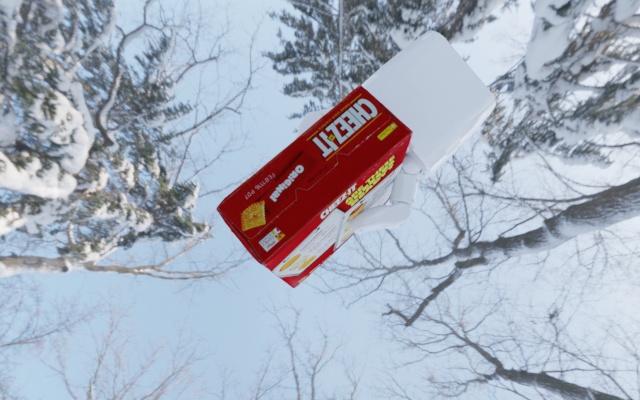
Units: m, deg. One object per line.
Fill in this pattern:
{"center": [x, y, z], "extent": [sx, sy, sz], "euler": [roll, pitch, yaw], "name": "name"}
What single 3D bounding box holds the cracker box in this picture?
{"center": [0.000, 0.002, 0.484], "extent": [0.164, 0.072, 0.214], "euler": [-42, -14, -8], "name": "cracker box"}
